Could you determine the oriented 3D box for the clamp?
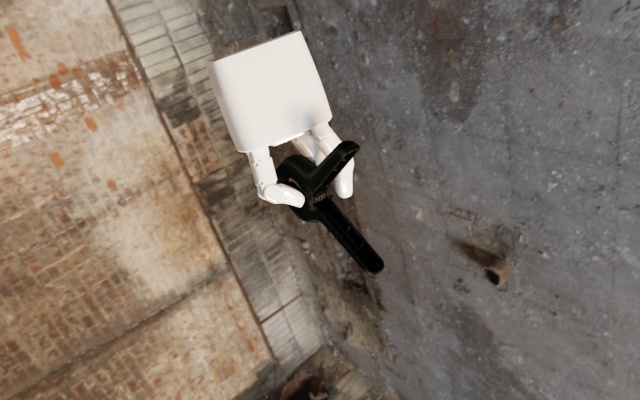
[{"bbox_3d":[-0.001,0.002,0.598,0.036,0.165,0.210,-26,20,-27],"label":"clamp"}]
